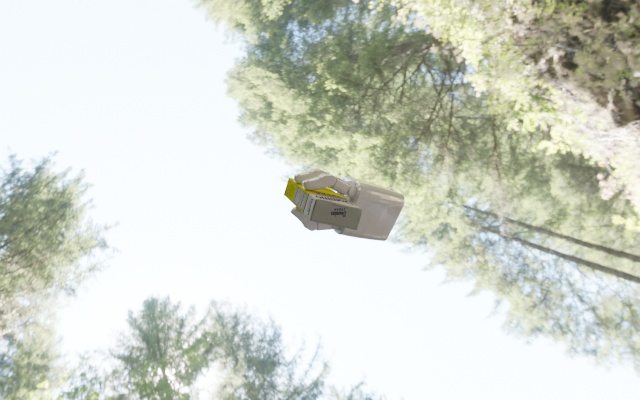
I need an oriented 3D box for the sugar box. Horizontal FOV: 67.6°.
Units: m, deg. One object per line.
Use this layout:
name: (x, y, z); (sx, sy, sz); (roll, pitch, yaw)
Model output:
sugar box: (0.000, 0.002, 0.889); (0.093, 0.048, 0.176); (12, 8, -23)
